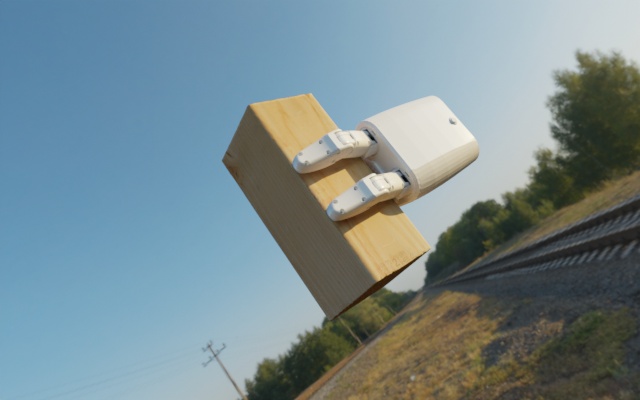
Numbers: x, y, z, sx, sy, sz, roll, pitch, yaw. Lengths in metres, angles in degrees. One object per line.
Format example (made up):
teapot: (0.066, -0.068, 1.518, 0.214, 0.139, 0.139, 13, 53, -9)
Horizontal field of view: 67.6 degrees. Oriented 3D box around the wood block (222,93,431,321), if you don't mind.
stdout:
wood block: (0.000, 0.002, 0.487, 0.090, 0.206, 0.091, -22, -21, -41)
